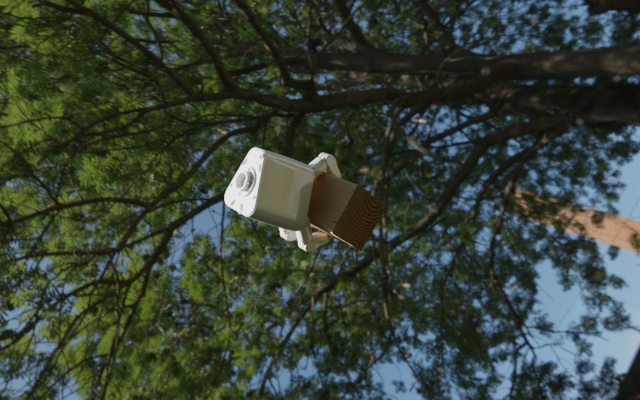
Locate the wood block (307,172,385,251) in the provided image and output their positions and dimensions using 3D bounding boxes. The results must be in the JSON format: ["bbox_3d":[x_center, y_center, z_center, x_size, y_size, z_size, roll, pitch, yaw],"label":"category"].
[{"bbox_3d":[0.000,0.002,0.854,0.206,0.091,0.090,24,-7,46],"label":"wood block"}]
